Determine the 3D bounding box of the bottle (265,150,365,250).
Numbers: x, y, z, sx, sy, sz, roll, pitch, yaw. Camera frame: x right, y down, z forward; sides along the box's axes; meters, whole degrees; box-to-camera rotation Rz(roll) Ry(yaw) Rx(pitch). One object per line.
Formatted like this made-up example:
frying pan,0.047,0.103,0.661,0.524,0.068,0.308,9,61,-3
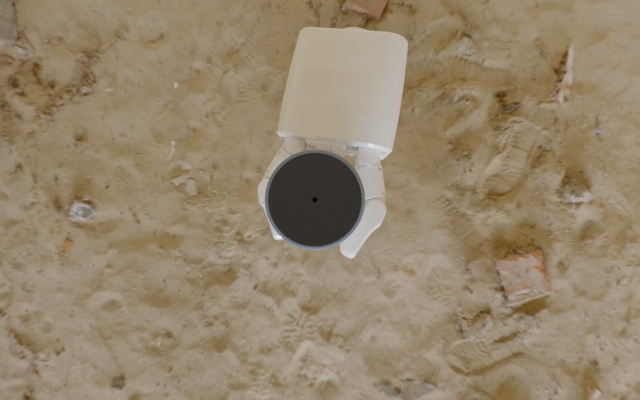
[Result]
bottle,0.000,0.002,0.460,0.069,0.069,0.296,0,-1,1
